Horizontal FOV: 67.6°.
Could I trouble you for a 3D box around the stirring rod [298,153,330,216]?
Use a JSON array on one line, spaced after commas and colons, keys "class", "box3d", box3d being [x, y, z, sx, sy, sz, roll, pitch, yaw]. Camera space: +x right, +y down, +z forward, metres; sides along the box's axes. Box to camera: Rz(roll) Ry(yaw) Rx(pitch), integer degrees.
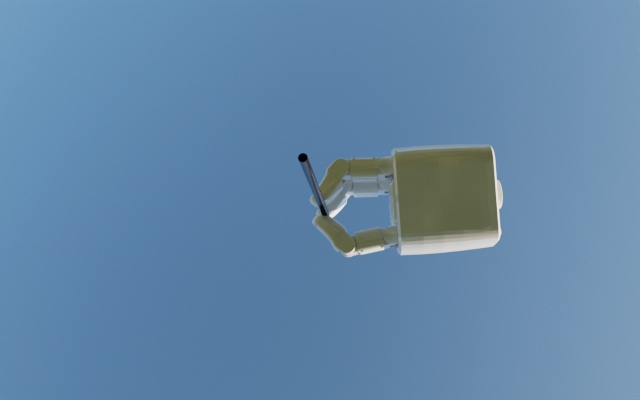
[{"class": "stirring rod", "box3d": [0.000, 0.002, 0.496, 0.011, 0.011, 0.240, 0, -17, 7]}]
